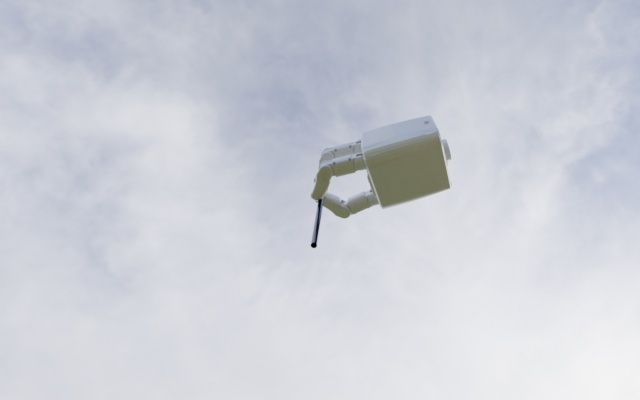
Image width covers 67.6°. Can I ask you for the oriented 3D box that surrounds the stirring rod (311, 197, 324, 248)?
[{"bbox_3d":[0.000,0.002,0.682,0.011,0.011,0.239,0,26,4],"label":"stirring rod"}]
